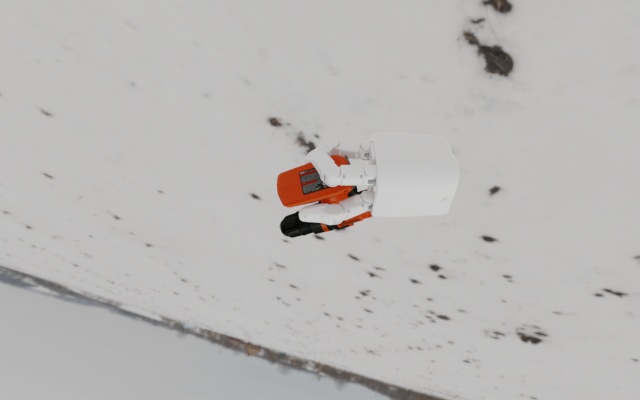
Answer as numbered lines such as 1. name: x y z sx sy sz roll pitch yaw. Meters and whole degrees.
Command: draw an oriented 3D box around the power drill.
1. power drill: 0.000 0.002 0.730 0.184 0.057 0.188 -19 -20 11
